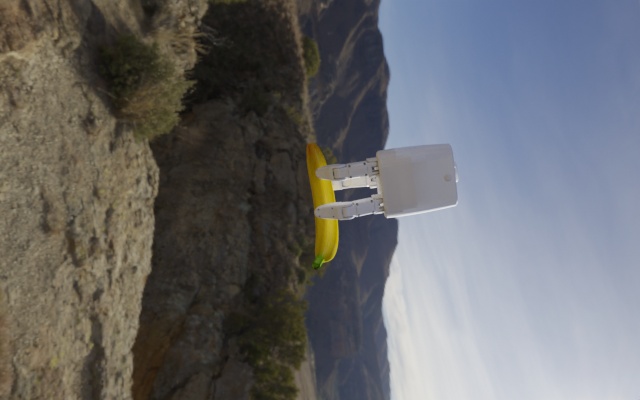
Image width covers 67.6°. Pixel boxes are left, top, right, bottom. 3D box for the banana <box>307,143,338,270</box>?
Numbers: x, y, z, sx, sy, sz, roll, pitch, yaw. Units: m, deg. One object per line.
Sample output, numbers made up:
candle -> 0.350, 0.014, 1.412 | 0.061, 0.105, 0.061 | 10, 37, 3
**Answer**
banana -> 0.004, 0.010, 0.747 | 0.037, 0.197, 0.070 | -7, -15, 10
